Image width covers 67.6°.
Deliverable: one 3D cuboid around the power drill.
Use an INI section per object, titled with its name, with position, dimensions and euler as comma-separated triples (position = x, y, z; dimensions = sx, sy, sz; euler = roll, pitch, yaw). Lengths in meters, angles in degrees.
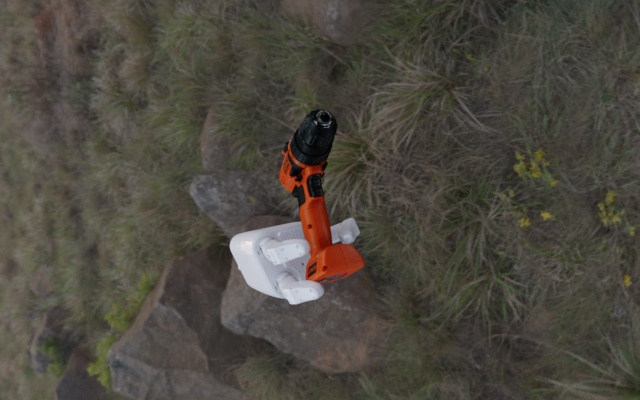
[power drill]
position = 0.000, 0.002, 0.592
dimensions = 0.057, 0.187, 0.184
euler = -9, -17, -15
